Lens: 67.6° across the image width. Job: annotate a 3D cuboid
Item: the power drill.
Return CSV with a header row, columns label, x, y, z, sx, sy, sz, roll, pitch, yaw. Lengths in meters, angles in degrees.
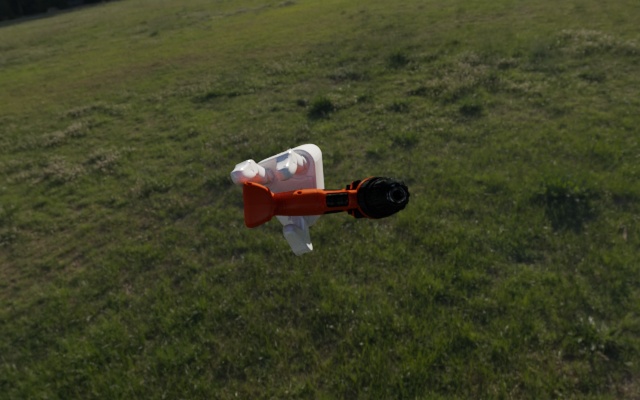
label,x,y,z,sx,sy,sz,roll,pitch,yaw
power drill,0.000,0.002,0.586,0.187,0.057,0.184,-2,-4,-10
